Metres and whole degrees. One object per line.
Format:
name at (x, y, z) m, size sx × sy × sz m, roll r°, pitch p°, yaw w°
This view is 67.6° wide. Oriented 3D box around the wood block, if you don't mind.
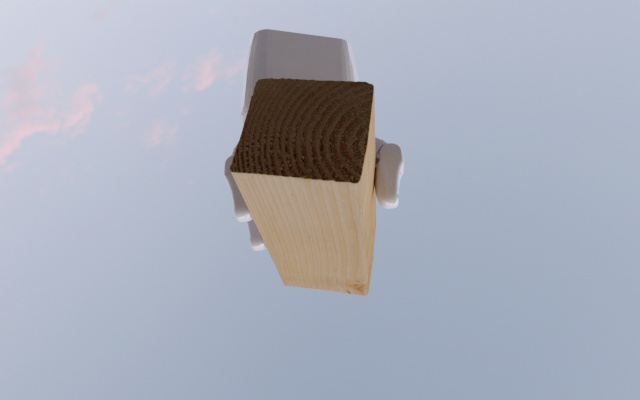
wood block at (0.000, 0.001, 0.417) m, size 0.091 × 0.090 × 0.206 m, roll 5°, pitch -30°, yaw 10°
